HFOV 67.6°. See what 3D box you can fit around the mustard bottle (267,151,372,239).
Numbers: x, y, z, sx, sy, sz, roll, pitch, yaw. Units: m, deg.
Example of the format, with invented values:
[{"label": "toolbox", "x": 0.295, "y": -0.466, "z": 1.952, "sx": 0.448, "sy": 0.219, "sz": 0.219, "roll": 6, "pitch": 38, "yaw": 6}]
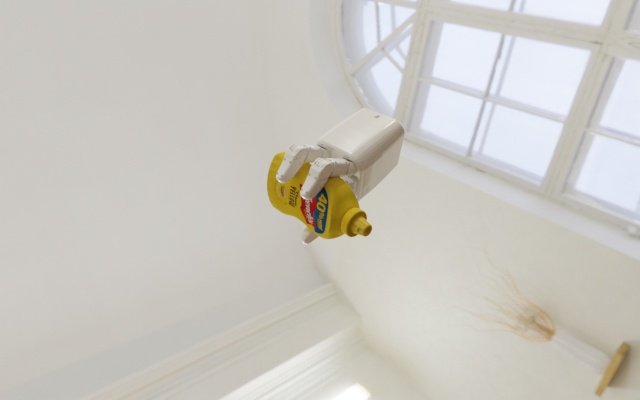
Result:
[{"label": "mustard bottle", "x": 0.000, "y": 0.002, "z": 0.699, "sx": 0.058, "sy": 0.096, "sz": 0.191, "roll": -17, "pitch": 36, "yaw": -41}]
